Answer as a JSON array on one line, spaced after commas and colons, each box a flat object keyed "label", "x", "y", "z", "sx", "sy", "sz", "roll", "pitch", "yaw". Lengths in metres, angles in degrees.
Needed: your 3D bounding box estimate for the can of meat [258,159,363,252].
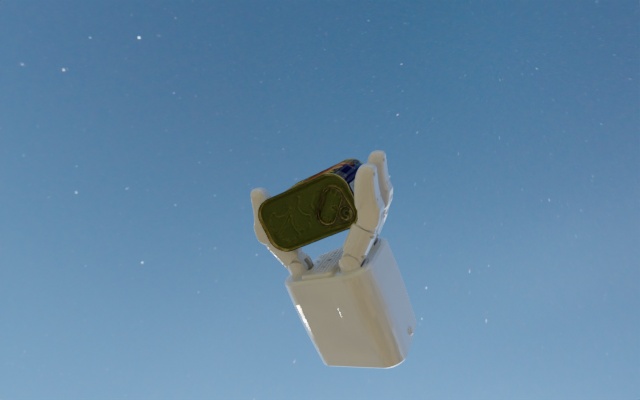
[{"label": "can of meat", "x": 0.000, "y": 0.001, "z": 0.492, "sx": 0.102, "sy": 0.057, "sz": 0.084, "roll": -23, "pitch": 7, "yaw": 25}]
